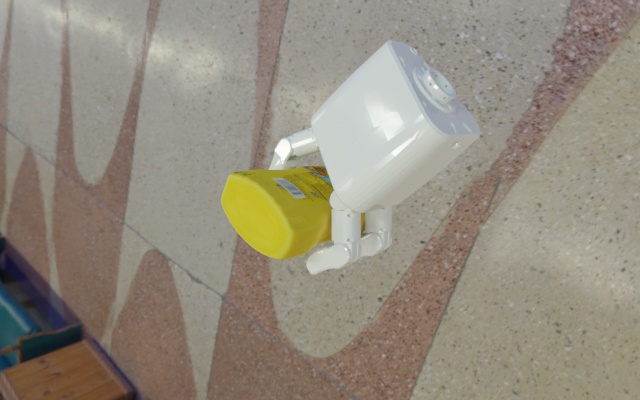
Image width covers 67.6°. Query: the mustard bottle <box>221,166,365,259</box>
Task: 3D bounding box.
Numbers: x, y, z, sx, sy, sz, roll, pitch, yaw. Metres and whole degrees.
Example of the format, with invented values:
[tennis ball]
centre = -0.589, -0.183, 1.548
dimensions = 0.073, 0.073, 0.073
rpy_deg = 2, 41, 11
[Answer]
[mustard bottle]
centre = 0.000, 0.002, 0.490
dimensions = 0.096, 0.058, 0.191
rpy_deg = 38, 29, 29
